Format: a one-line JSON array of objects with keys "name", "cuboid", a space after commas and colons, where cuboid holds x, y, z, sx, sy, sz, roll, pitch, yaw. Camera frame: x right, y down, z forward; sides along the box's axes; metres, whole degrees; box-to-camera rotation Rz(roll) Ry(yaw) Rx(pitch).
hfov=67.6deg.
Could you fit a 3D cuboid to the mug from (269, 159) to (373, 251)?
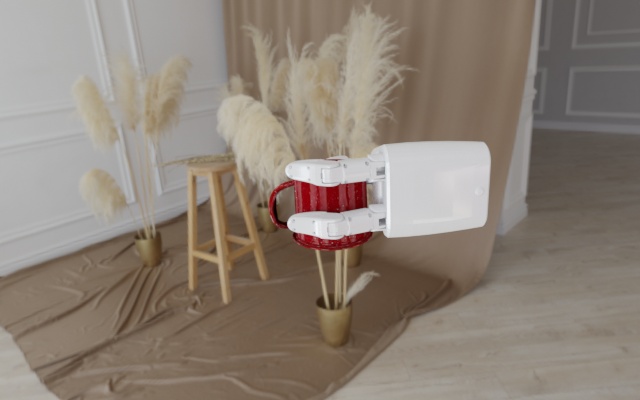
[{"name": "mug", "cuboid": [-0.001, 0.002, 0.540, 0.117, 0.081, 0.093, -4, 19, -3]}]
